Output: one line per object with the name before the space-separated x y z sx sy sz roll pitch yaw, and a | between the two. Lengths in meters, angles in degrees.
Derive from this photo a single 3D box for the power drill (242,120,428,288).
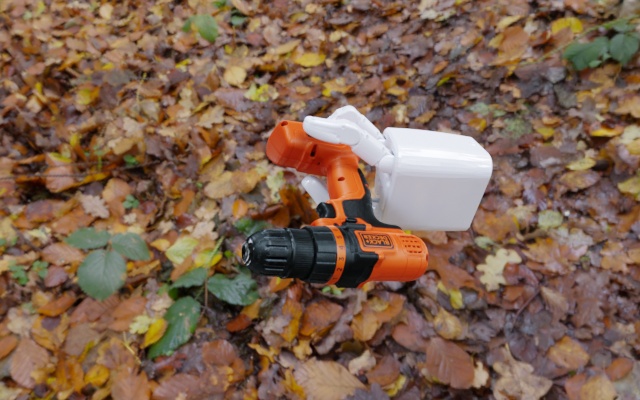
power drill | 0.000 0.001 0.476 0.184 0.187 0.057 7 -45 -29
